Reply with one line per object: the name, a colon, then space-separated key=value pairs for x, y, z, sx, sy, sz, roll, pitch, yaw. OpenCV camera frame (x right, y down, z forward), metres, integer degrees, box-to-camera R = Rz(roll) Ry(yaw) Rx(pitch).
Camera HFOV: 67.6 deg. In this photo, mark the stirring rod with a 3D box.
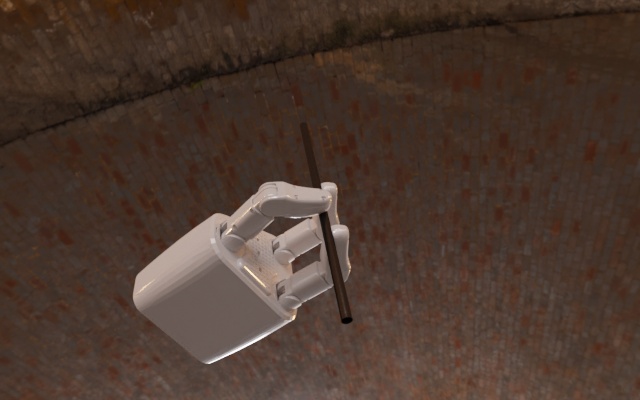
stirring rod: x=0.000 y=0.001 z=0.410 sx=0.011 sy=0.011 sz=0.239 roll=0 pitch=42 yaw=-11
